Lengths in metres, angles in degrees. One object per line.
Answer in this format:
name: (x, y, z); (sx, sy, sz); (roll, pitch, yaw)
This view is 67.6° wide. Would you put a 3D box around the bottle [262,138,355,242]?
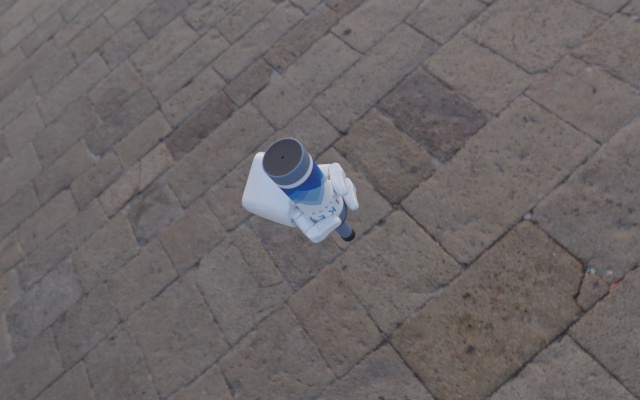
bottle: (0.000, 0.003, 0.801); (0.069, 0.069, 0.296); (0, -26, 24)
